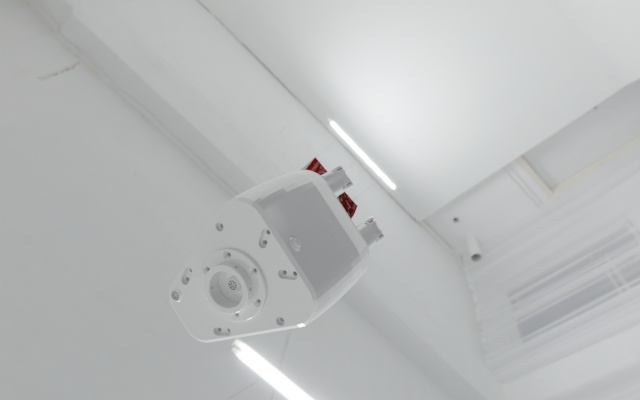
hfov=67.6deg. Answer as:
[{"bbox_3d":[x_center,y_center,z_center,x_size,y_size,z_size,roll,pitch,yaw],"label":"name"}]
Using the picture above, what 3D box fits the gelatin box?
[{"bbox_3d":[0.000,0.002,0.493,0.030,0.073,0.089,-38,8,22],"label":"gelatin box"}]
